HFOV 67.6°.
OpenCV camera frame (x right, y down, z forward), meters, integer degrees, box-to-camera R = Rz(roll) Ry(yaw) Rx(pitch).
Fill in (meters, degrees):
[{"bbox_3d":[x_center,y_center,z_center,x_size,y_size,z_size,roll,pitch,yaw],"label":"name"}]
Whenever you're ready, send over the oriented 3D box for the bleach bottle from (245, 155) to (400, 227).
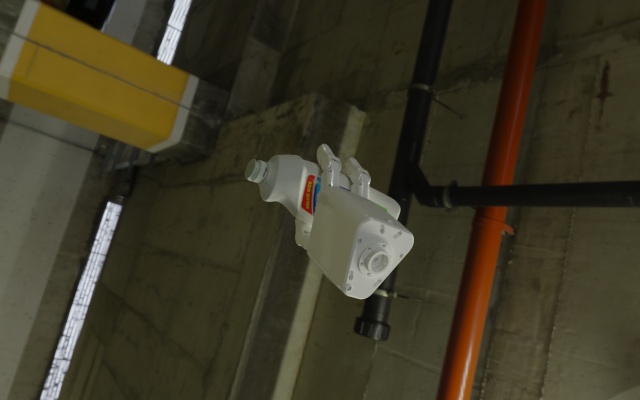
[{"bbox_3d":[0.000,0.002,0.714,0.251,0.102,0.068,21,10,-32],"label":"bleach bottle"}]
